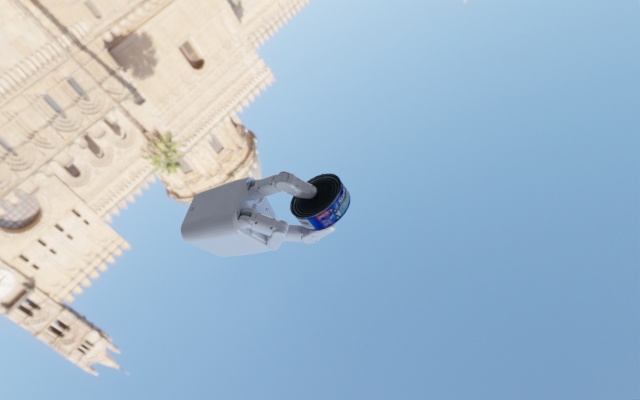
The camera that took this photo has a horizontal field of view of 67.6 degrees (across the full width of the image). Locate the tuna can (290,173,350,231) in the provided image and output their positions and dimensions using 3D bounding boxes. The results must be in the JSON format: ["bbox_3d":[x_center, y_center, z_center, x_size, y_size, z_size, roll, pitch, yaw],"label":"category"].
[{"bbox_3d":[0.000,0.003,0.698,0.086,0.086,0.034,0,-41,41],"label":"tuna can"}]
